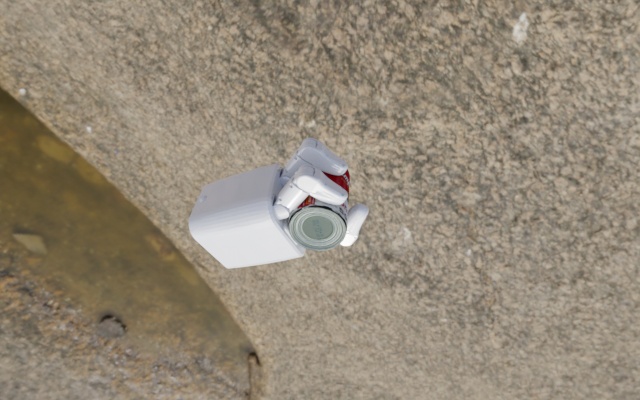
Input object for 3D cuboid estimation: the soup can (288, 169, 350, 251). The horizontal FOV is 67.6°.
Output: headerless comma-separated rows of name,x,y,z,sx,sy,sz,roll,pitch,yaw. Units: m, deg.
soup can,0.001,0.002,0.569,0.068,0.069,0.102,0,38,5
